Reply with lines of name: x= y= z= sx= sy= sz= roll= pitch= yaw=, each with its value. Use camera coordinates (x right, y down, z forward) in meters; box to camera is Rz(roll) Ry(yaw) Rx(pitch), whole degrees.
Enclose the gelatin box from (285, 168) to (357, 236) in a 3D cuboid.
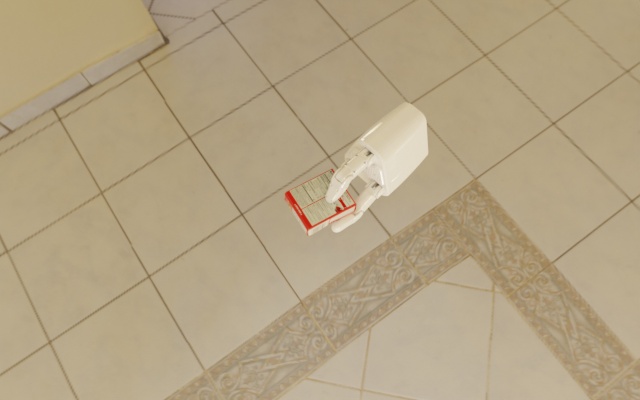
gelatin box: x=0.000 y=0.002 z=0.737 sx=0.089 sy=0.073 sz=0.030 roll=-27 pitch=-21 yaw=-16
